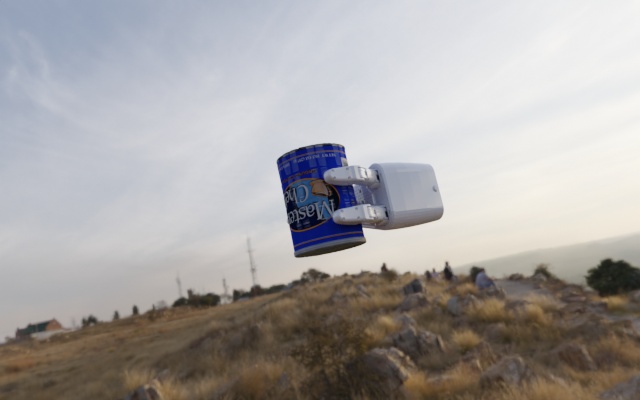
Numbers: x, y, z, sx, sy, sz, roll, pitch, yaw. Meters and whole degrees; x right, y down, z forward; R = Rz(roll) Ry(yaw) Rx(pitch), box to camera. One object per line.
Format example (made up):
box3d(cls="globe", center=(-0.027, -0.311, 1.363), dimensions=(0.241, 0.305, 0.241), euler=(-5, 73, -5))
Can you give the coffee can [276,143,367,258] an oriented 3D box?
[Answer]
box3d(cls="coffee can", center=(0.000, 0.002, 0.677), dimensions=(0.103, 0.140, 0.103), euler=(-12, -11, -2))
